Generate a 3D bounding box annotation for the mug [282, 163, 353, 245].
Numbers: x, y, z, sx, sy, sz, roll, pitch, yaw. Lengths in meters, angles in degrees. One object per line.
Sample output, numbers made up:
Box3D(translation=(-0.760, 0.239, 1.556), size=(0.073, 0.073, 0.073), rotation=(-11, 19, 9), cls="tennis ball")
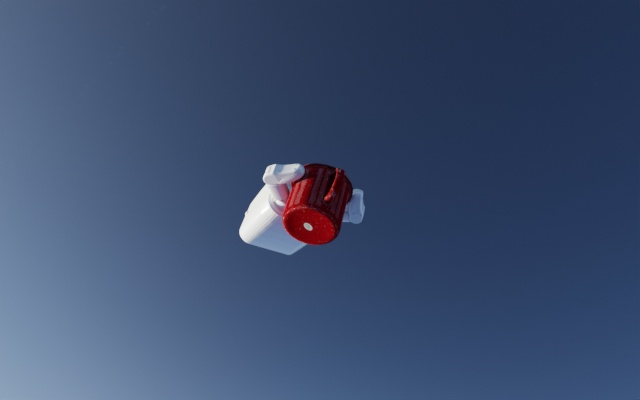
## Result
Box3D(translation=(0.001, 0.002, 0.664), size=(0.093, 0.081, 0.117), rotation=(30, -45, -15), cls="mug")
